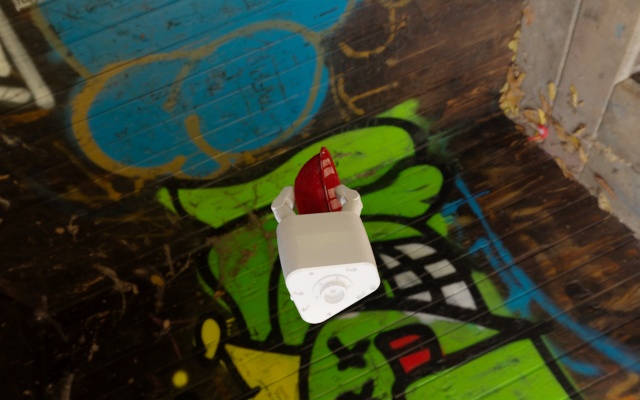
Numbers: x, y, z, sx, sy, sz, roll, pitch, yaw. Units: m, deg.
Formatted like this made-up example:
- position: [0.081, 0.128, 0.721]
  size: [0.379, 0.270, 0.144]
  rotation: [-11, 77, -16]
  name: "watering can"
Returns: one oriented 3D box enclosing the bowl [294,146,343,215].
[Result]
- position: [0.000, 0.002, 0.725]
  size: [0.055, 0.162, 0.162]
  rotation: [-13, -3, 11]
  name: "bowl"
